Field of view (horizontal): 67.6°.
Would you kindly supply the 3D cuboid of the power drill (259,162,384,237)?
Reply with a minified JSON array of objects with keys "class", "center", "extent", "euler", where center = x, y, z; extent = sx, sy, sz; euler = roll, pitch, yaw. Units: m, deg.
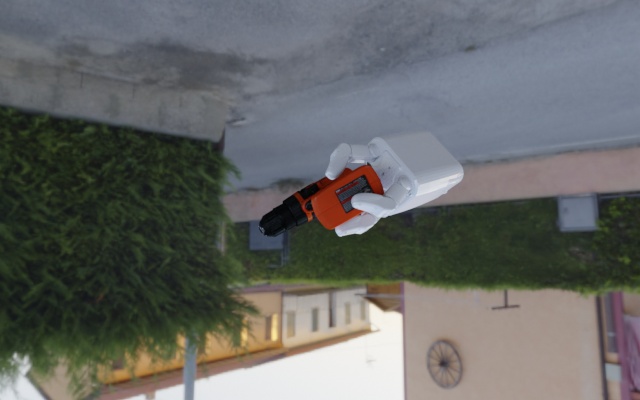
[{"class":"power drill","center":[0.001,0.002,0.720],"extent":[0.184,0.057,0.187],"euler":[-32,10,-15]}]
